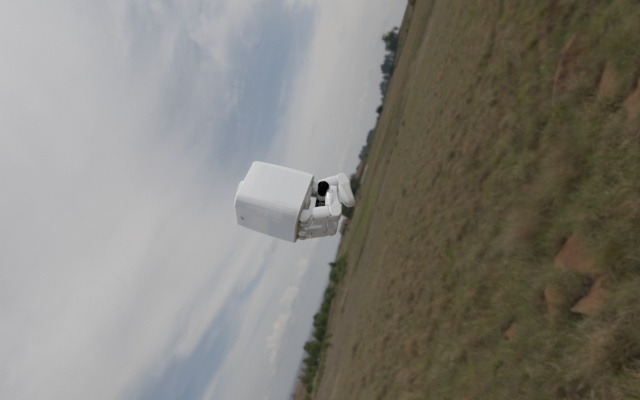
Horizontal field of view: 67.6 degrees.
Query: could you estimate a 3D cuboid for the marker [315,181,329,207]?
[{"bbox_3d":[0.000,0.003,0.817,0.020,0.020,0.121,0,-29,-5],"label":"marker"}]
